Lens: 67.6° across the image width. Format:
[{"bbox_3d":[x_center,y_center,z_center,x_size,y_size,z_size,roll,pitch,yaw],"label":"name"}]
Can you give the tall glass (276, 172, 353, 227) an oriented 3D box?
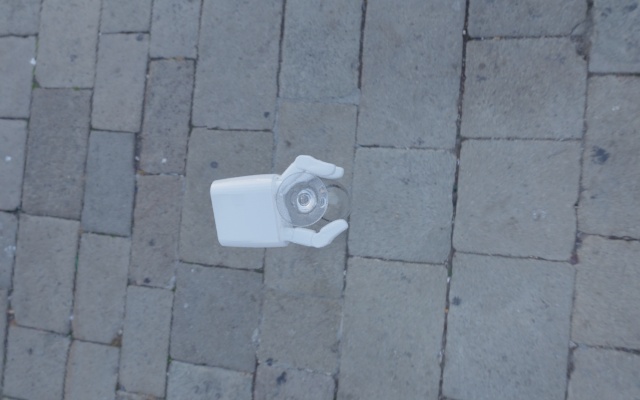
[{"bbox_3d":[0.000,0.002,0.742,0.079,0.079,0.201,0,-2,16],"label":"tall glass"}]
